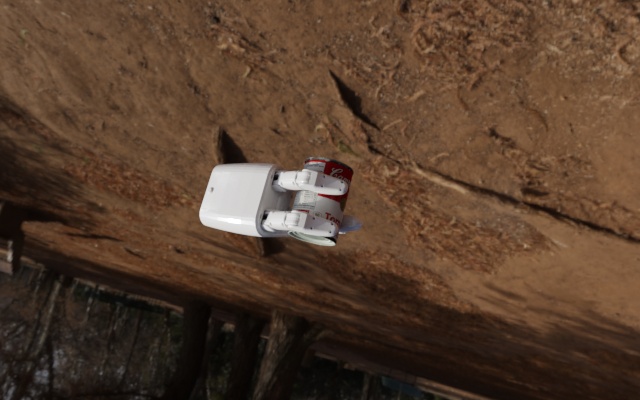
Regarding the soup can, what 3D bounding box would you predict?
[{"bbox_3d":[0.001,0.002,0.633,0.068,0.102,0.068,13,-15,4],"label":"soup can"}]
